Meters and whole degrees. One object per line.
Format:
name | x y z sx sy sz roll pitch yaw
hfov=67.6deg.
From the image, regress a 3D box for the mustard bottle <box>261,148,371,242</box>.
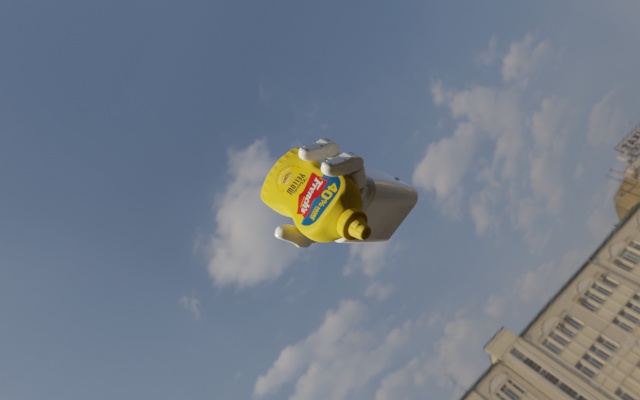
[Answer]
mustard bottle | 0.000 0.002 0.643 0.191 0.096 0.058 35 -3 45
